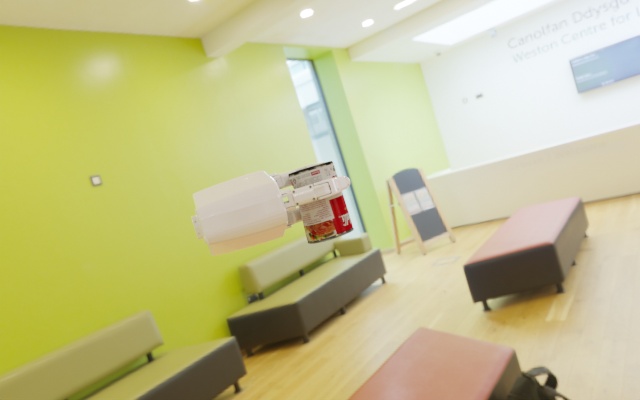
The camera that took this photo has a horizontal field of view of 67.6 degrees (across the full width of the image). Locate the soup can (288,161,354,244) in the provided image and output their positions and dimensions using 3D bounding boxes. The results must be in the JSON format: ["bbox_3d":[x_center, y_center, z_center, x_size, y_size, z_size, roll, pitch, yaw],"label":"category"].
[{"bbox_3d":[0.001,0.002,0.672,0.068,0.102,0.068,-17,3,1],"label":"soup can"}]
